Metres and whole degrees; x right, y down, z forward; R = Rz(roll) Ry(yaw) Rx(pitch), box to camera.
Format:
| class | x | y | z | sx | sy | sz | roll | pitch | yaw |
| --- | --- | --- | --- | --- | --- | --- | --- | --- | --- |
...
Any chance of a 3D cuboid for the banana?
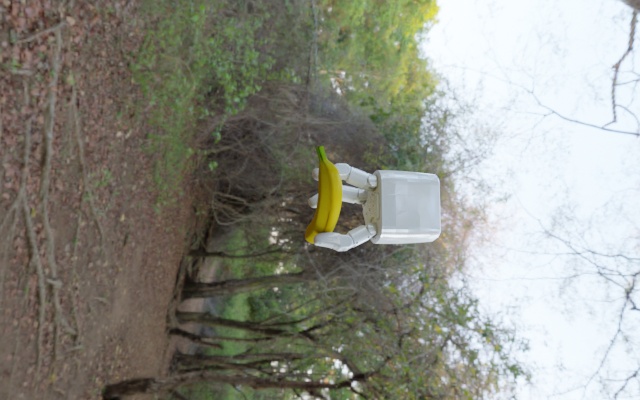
| class | x | y | z | sx | sy | sz | roll | pitch | yaw |
| --- | --- | --- | --- | --- | --- | --- | --- | --- | --- |
| banana | 0.005 | 0.013 | 0.744 | 0.037 | 0.198 | 0.069 | -4 | 43 | -16 |
